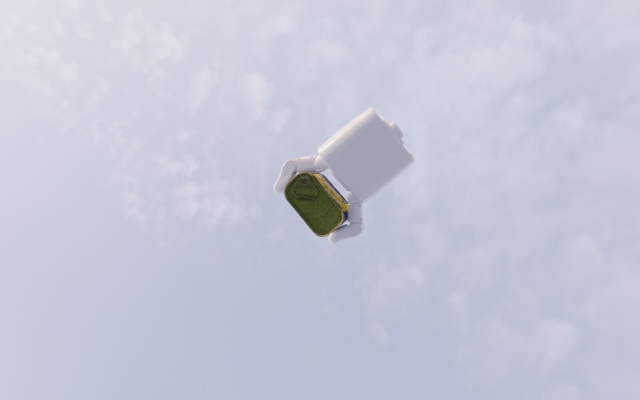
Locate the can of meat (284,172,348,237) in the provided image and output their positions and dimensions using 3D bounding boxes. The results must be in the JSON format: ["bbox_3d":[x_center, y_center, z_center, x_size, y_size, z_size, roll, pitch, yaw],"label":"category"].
[{"bbox_3d":[0.000,0.003,0.761,0.057,0.102,0.084,-42,-7,15],"label":"can of meat"}]
